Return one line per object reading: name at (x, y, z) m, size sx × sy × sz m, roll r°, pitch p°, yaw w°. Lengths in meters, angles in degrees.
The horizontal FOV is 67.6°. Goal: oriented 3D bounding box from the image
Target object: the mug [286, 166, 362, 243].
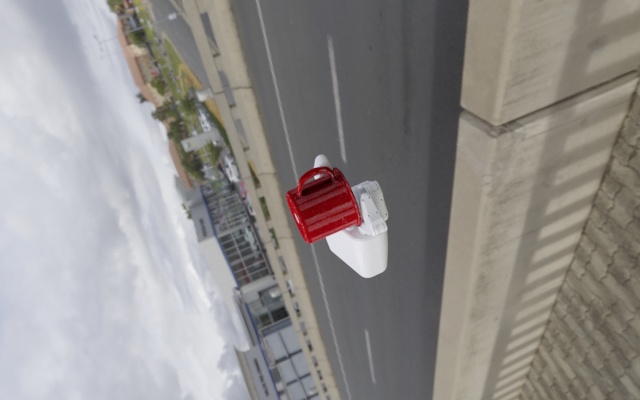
mug at (0.000, 0.001, 0.672) m, size 0.081 × 0.117 × 0.093 m, roll -23°, pitch 47°, yaw -9°
